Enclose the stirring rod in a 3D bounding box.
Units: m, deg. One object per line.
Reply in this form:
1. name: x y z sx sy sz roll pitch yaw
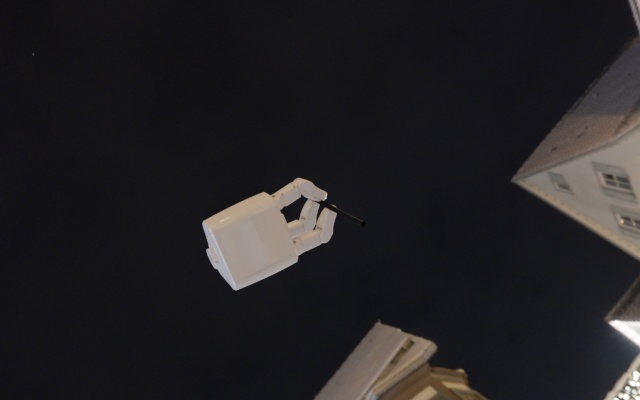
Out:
1. stirring rod: 0.000 0.002 0.763 0.011 0.011 0.239 0 15 -31
